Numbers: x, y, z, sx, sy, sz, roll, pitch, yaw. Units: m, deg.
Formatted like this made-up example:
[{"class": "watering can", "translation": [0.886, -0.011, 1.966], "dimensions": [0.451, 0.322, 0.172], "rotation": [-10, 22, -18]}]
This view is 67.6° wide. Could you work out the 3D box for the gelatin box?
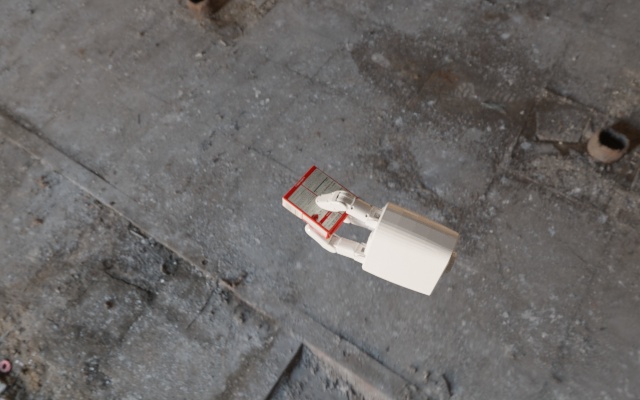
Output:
[{"class": "gelatin box", "translation": [0.000, 0.002, 0.703], "dimensions": [0.089, 0.073, 0.030], "rotation": [37, -23, 11]}]
